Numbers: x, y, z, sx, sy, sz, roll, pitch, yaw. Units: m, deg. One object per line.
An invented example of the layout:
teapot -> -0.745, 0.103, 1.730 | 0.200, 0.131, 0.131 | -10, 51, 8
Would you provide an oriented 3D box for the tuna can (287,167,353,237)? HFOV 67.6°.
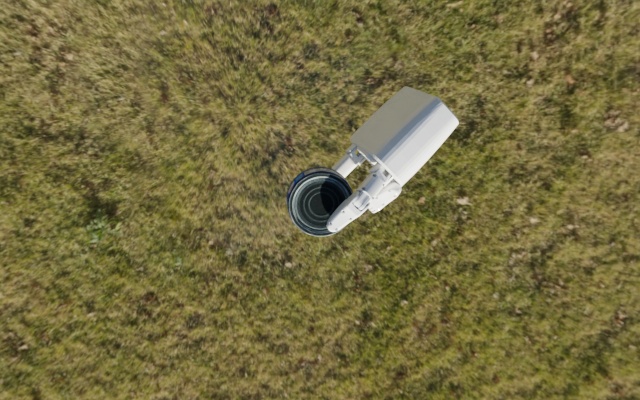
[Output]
tuna can -> 0.000, 0.002, 0.607 | 0.086, 0.086, 0.033 | 0, 15, -6
